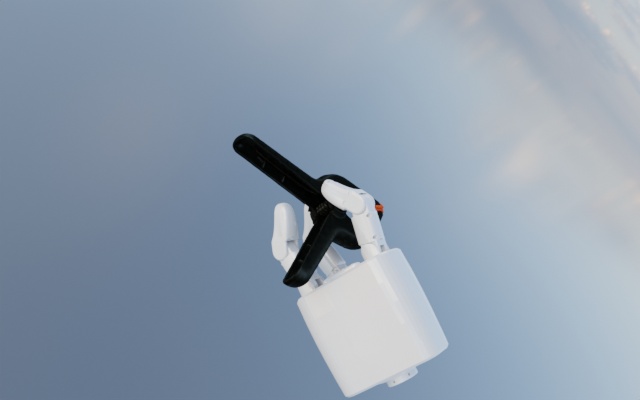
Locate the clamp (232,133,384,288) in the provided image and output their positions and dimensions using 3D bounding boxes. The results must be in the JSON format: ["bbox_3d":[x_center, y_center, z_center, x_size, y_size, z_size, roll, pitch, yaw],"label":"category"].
[{"bbox_3d":[0.001,0.001,0.524,0.036,0.164,0.210,-35,-17,31],"label":"clamp"}]
